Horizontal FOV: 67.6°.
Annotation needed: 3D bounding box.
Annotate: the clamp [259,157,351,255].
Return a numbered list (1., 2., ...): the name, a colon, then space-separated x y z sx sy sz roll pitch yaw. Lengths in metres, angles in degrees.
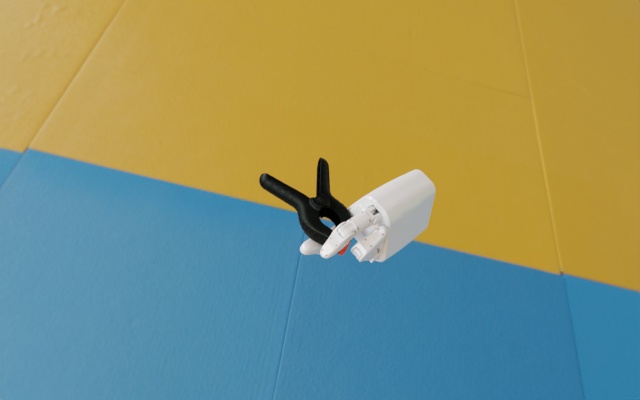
1. clamp: 0.000 0.002 0.723 0.120 0.171 0.039 -30 -22 -27
